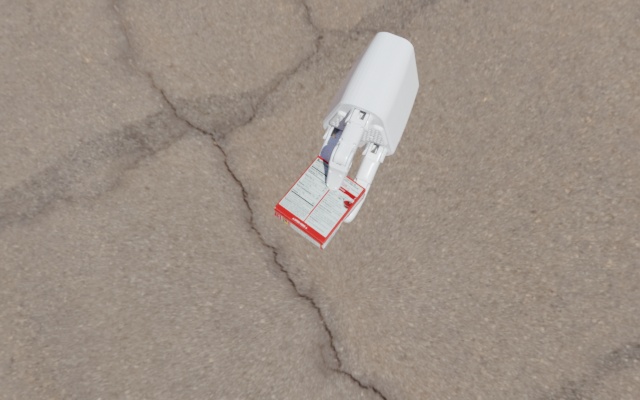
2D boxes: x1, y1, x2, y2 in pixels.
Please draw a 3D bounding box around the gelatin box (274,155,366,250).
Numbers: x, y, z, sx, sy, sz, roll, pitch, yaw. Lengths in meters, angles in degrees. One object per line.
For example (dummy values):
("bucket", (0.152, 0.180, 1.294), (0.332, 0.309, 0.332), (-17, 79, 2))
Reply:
("gelatin box", (0.000, 0.002, 0.570), (0.073, 0.089, 0.030), (35, -19, 11))
